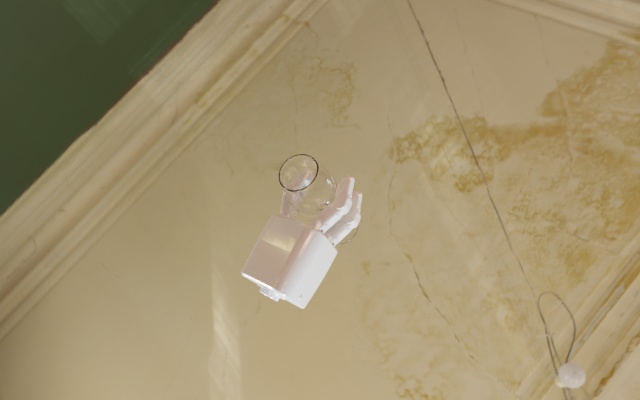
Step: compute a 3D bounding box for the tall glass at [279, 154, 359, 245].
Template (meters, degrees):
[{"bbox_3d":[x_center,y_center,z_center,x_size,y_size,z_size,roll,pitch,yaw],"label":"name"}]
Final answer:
[{"bbox_3d":[0.000,0.003,0.768,0.079,0.079,0.201,0,-26,21],"label":"tall glass"}]
